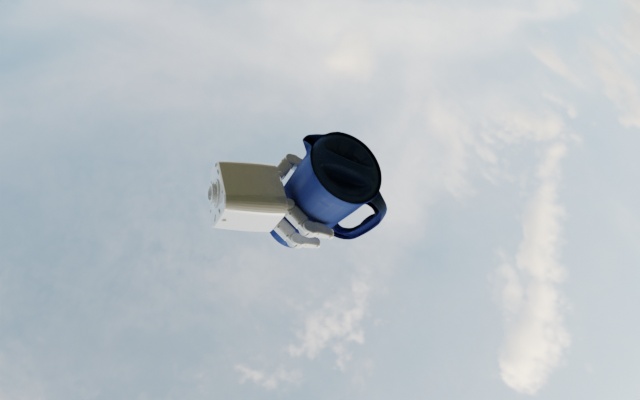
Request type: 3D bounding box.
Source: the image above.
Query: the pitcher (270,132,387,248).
[{"bbox_3d":[0.000,0.003,0.856,0.145,0.149,0.243,3,-27,-28],"label":"pitcher"}]
